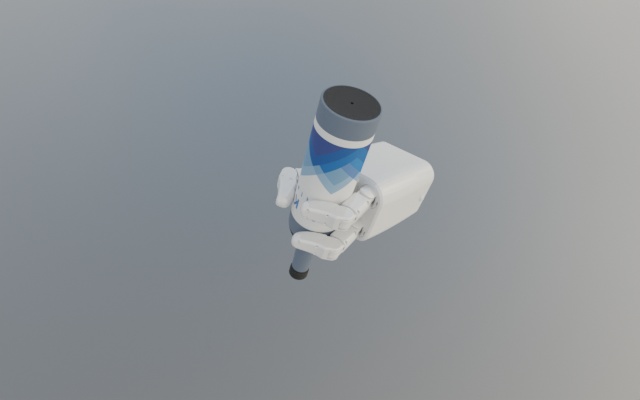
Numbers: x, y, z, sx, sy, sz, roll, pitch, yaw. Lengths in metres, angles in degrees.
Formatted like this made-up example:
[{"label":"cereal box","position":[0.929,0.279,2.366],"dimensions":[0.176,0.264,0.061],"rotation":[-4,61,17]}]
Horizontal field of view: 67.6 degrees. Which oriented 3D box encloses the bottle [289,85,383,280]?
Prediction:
[{"label":"bottle","position":[0.000,0.002,0.590],"dimensions":[0.069,0.069,0.296],"rotation":[0,-44,-18]}]
